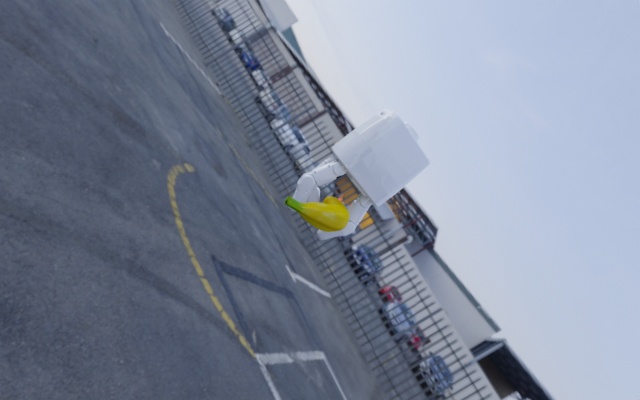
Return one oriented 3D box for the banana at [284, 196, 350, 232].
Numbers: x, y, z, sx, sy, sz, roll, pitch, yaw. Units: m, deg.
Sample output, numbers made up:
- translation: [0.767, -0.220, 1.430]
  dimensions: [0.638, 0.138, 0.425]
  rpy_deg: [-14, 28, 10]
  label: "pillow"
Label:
- translation: [0.012, 0.016, 0.689]
  dimensions: [0.037, 0.069, 0.198]
  rpy_deg: [-45, -12, 10]
  label: "banana"
